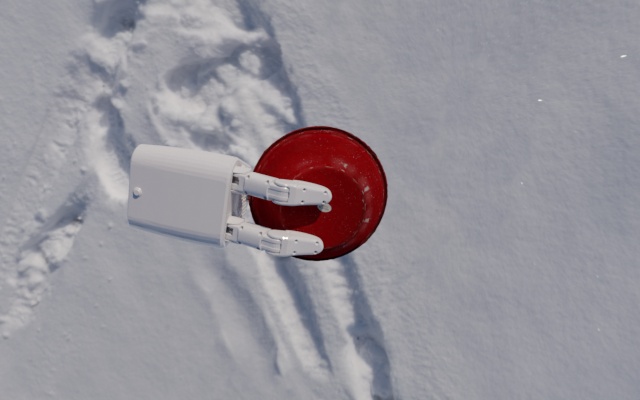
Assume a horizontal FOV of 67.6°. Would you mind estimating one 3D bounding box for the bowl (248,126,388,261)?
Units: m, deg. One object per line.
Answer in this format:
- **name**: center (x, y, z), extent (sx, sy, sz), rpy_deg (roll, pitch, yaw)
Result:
- **bowl**: center (0.001, 0.002, 0.527), extent (0.162, 0.162, 0.055), rpy_deg (0, 16, -5)
